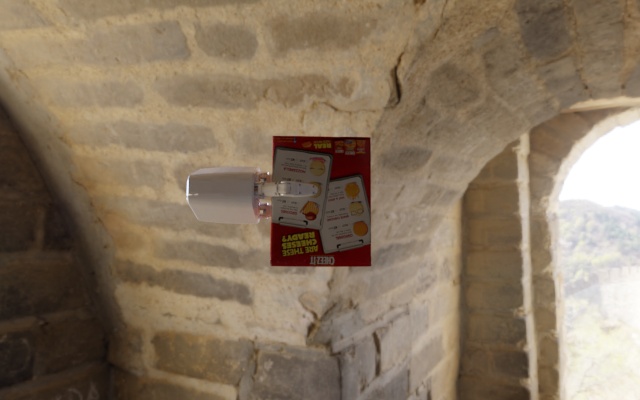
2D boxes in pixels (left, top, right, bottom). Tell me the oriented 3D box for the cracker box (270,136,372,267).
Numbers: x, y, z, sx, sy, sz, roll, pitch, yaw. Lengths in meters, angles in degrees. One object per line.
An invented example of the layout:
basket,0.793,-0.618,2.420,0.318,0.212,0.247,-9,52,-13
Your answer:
cracker box,0.000,0.002,0.800,0.164,0.213,0.072,0,-6,-1
